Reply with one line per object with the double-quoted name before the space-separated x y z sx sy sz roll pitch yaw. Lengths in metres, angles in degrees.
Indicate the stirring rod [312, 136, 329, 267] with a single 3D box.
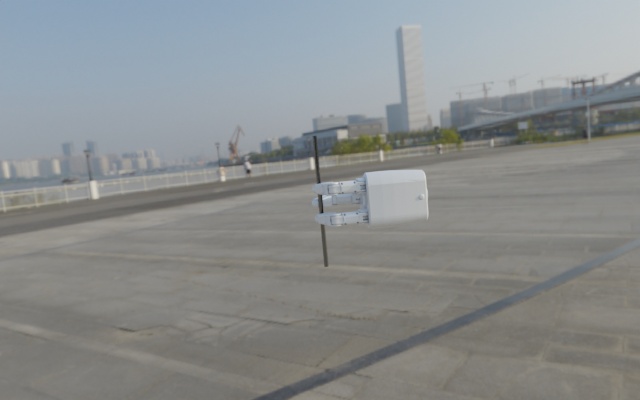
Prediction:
"stirring rod" 0.000 0.003 0.872 0.011 0.239 0.011 -5 6 1
